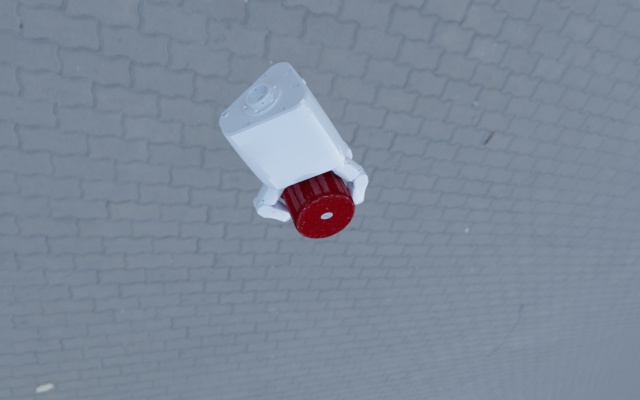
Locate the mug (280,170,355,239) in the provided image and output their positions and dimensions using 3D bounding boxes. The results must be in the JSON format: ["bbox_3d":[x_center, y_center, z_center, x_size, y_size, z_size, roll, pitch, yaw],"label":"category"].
[{"bbox_3d":[0.001,0.003,0.637,0.093,0.081,0.117,-32,-43,7],"label":"mug"}]
